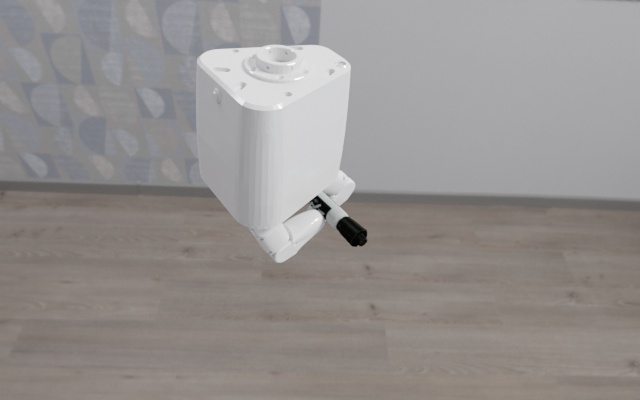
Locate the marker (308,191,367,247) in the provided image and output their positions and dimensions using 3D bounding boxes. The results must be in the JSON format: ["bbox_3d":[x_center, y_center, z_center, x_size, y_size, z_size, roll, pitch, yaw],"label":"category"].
[{"bbox_3d":[0.000,0.001,0.438,0.020,0.020,0.121,0,35,-47],"label":"marker"}]
